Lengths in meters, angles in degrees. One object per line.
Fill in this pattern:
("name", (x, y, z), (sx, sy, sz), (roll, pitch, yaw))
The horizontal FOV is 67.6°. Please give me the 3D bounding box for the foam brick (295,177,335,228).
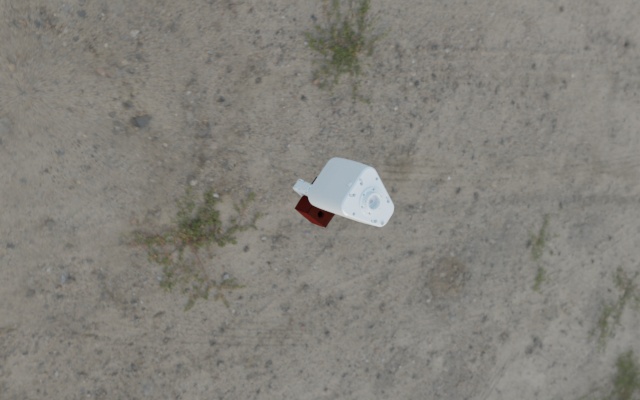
("foam brick", (0.000, 0.003, 0.899), (0.053, 0.078, 0.051), (39, -10, -32))
